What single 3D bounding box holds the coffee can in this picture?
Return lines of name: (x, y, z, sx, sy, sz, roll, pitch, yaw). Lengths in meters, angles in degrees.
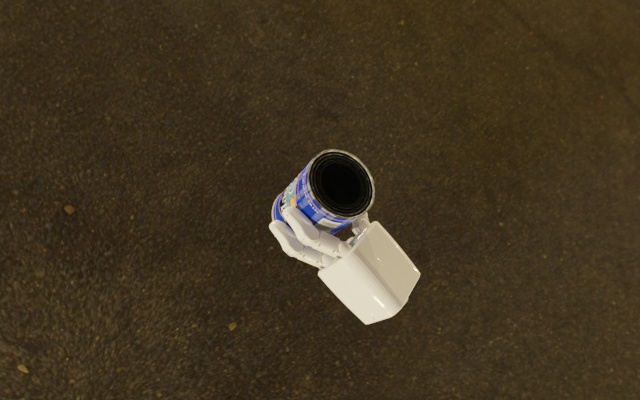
coffee can: (0.000, 0.002, 0.698, 0.103, 0.102, 0.140, 0, -22, -27)
